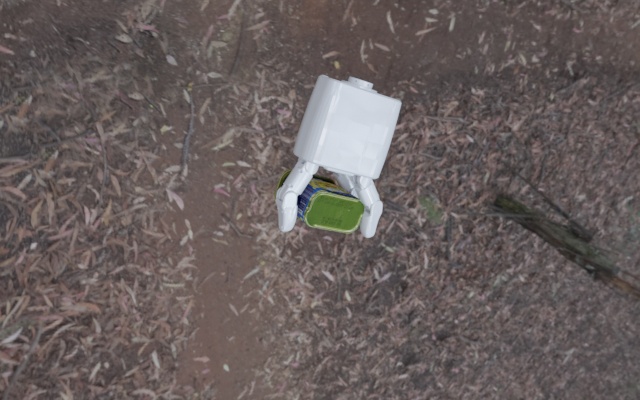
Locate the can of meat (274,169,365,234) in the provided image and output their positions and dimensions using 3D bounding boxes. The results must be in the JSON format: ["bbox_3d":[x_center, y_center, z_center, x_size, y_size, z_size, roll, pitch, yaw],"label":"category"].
[{"bbox_3d":[0.000,0.002,0.667,0.102,0.057,0.084,12,14,-38],"label":"can of meat"}]
